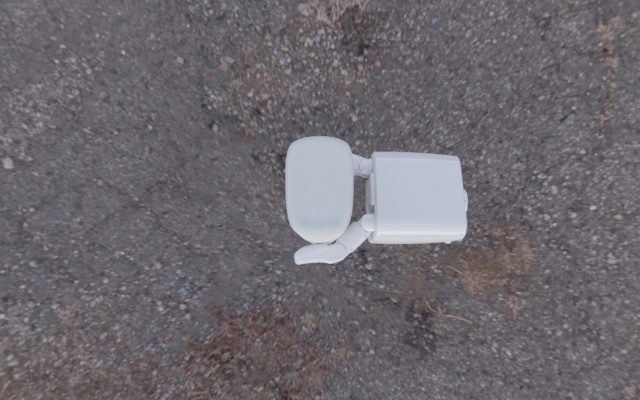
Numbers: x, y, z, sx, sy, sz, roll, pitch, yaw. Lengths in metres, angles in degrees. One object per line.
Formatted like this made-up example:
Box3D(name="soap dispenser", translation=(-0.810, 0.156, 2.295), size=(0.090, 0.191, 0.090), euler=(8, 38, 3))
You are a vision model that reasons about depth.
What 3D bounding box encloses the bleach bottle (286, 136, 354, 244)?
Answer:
Box3D(name="bleach bottle", translation=(0.000, 0.002, 0.586), size=(0.068, 0.102, 0.251), euler=(0, -7, 1))
